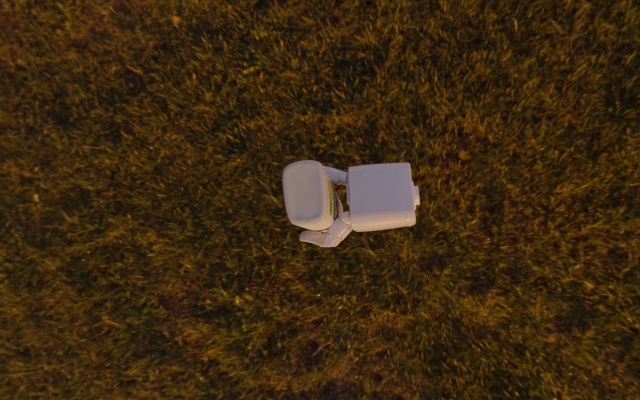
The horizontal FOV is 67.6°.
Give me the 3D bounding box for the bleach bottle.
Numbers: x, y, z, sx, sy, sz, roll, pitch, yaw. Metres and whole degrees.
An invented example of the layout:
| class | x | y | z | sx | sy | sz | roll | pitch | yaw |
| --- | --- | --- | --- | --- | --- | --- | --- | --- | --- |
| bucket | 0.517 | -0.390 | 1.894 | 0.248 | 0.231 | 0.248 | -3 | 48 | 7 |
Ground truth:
| class | x | y | z | sx | sy | sz | roll | pitch | yaw |
| --- | --- | --- | --- | --- | --- | --- | --- | --- | --- |
| bleach bottle | 0.000 | 0.003 | 0.835 | 0.068 | 0.102 | 0.251 | -7 | -7 | 10 |
